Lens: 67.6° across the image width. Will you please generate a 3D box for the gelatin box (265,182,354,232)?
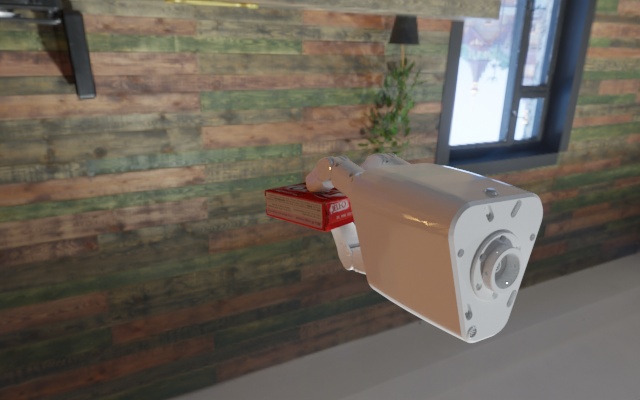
[{"bbox_3d":[0.000,0.002,0.476,0.073,0.030,0.089,-14,18,-42],"label":"gelatin box"}]
